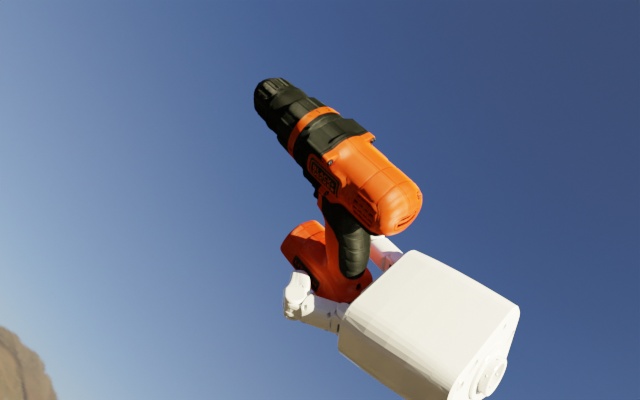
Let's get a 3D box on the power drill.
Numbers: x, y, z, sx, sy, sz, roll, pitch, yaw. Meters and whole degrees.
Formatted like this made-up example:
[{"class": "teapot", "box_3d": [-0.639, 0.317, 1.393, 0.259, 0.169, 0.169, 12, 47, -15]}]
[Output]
[{"class": "power drill", "box_3d": [0.000, 0.002, 0.433, 0.057, 0.188, 0.184, -28, 57, -24]}]
